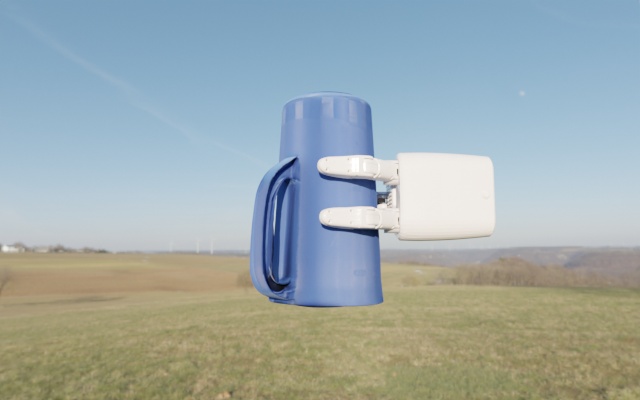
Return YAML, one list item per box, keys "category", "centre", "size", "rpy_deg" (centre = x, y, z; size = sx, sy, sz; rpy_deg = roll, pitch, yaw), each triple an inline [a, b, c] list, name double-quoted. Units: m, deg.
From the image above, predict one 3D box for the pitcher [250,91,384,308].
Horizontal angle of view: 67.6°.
- category: "pitcher"
  centre: [0.000, 0.002, 0.557]
  size: [0.145, 0.243, 0.149]
  rpy_deg: [0, -6, 0]
